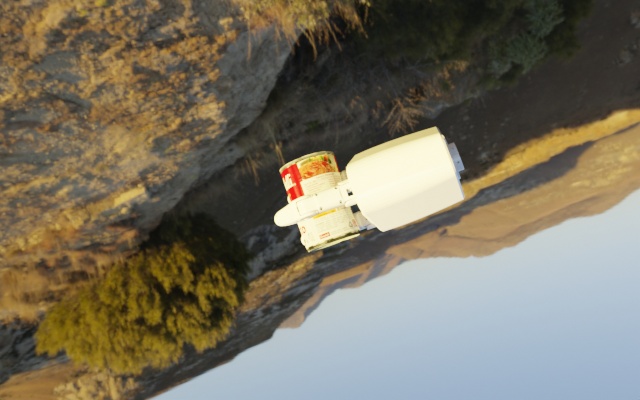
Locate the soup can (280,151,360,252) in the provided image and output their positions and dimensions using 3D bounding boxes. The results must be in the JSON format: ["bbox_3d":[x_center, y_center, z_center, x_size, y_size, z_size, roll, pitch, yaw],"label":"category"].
[{"bbox_3d":[0.000,0.002,0.562,0.068,0.102,0.068,-19,-8,-3],"label":"soup can"}]
